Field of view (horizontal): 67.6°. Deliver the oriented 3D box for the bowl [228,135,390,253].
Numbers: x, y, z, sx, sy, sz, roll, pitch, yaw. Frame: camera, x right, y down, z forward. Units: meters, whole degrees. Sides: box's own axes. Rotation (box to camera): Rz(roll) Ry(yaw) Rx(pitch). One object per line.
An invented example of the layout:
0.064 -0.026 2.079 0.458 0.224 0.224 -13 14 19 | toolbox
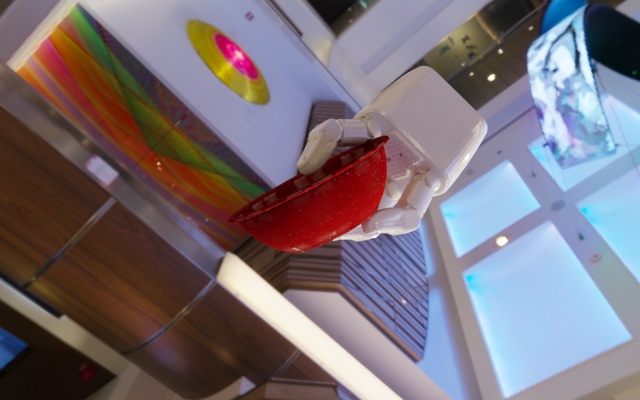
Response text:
-0.001 0.002 0.434 0.162 0.055 0.162 -27 8 4 | bowl
